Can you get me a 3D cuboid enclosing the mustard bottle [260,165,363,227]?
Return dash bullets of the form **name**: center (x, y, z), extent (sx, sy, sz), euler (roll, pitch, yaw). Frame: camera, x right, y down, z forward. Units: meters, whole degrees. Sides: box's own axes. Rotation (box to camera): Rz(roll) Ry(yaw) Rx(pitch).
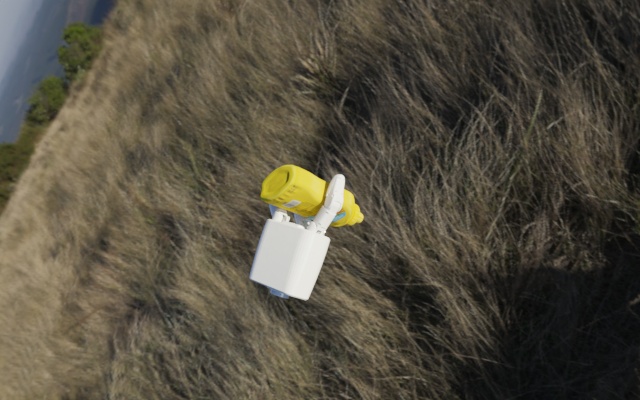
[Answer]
- **mustard bottle**: center (0.000, 0.002, 0.812), extent (0.192, 0.058, 0.096), euler (23, -32, -35)
